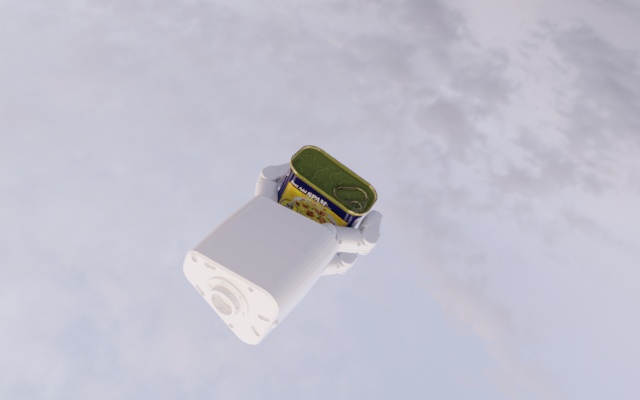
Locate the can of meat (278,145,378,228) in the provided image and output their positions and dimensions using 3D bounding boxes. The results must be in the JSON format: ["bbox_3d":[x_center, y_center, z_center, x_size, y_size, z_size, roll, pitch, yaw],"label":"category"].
[{"bbox_3d":[0.000,0.002,0.545,0.102,0.084,0.057,36,43,5],"label":"can of meat"}]
